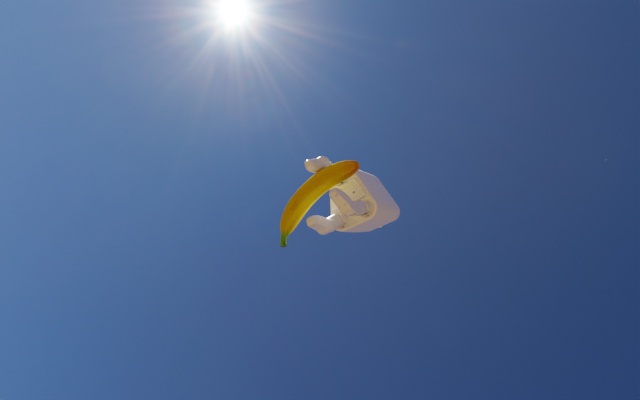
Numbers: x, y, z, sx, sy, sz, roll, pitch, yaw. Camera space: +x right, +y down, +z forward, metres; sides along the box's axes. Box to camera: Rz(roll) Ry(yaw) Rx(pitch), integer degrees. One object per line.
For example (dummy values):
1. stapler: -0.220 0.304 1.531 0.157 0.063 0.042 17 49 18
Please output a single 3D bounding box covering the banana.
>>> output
1. banana: -0.011 -0.007 0.824 0.037 0.198 0.069 22 26 -48
